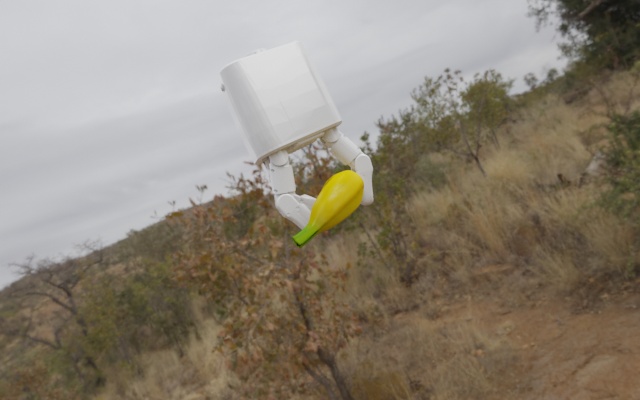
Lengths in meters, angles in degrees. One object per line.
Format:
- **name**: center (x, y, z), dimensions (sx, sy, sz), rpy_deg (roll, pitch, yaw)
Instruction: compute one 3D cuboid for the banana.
- **banana**: center (0.016, -0.006, 0.507), dimensions (0.069, 0.037, 0.197), rpy_deg (-27, 6, 14)
